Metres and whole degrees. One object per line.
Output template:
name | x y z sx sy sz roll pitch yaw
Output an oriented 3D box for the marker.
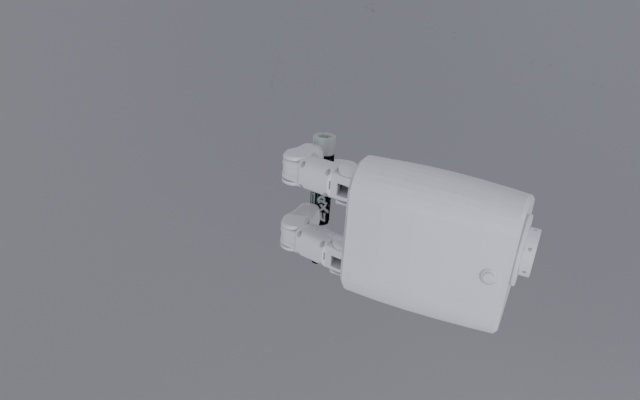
marker | 0.000 0.001 0.418 0.020 0.121 0.020 3 23 -1
